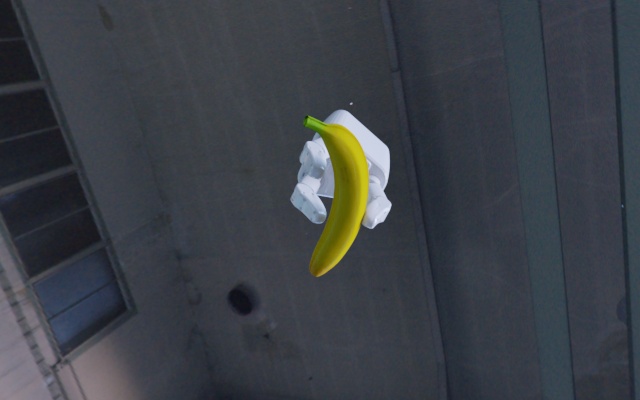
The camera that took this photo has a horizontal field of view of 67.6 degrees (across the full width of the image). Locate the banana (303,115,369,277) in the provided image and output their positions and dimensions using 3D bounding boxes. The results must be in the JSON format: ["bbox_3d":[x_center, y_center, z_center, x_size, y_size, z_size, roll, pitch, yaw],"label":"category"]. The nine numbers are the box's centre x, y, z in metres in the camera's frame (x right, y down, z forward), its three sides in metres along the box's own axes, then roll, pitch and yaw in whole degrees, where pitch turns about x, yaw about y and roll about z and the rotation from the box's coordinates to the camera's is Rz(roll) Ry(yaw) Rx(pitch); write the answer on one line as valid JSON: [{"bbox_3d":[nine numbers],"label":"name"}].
[{"bbox_3d":[0.019,-0.002,0.524,0.069,0.198,0.037,-3,28,-2],"label":"banana"}]
